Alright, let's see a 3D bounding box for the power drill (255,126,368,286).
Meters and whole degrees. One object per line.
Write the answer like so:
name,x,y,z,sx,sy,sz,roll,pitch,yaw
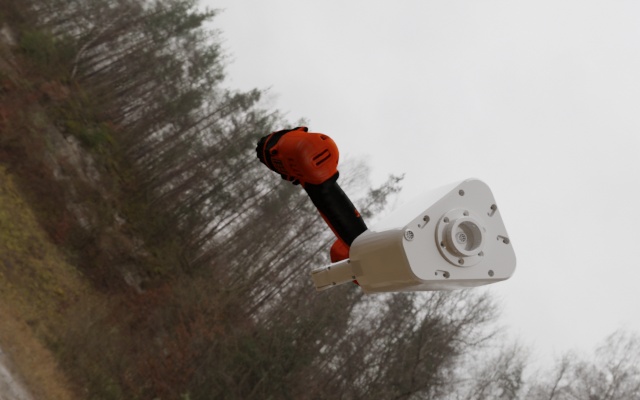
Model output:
power drill,0.000,0.002,0.548,0.057,0.188,0.184,-38,20,-11
